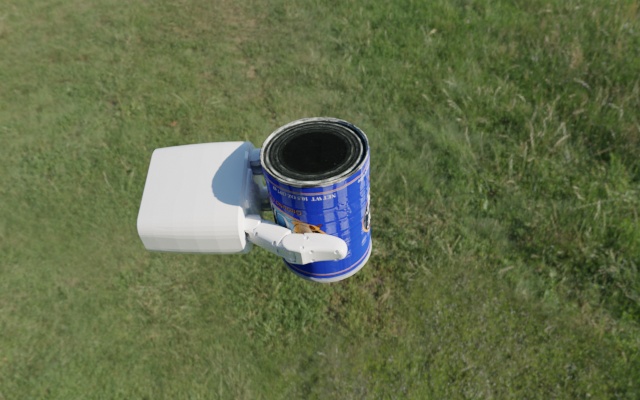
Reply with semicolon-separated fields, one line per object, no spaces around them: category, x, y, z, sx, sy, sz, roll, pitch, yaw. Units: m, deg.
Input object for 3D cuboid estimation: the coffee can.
coffee can;0.000;0.002;0.490;0.103;0.140;0.102;-3;44;3
